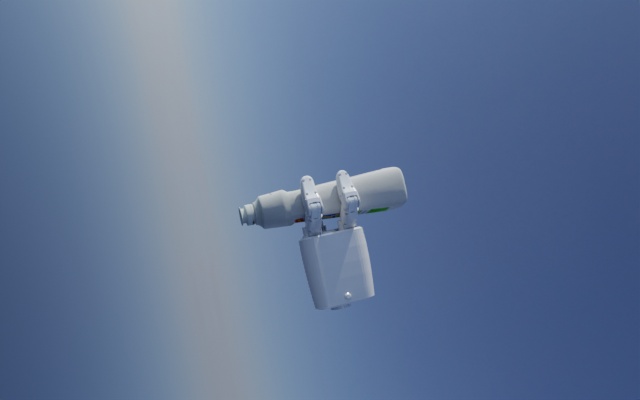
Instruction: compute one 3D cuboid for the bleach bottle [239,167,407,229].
[{"bbox_3d":[0.000,0.002,0.737,0.251,0.068,0.102,-11,-5,-15],"label":"bleach bottle"}]
